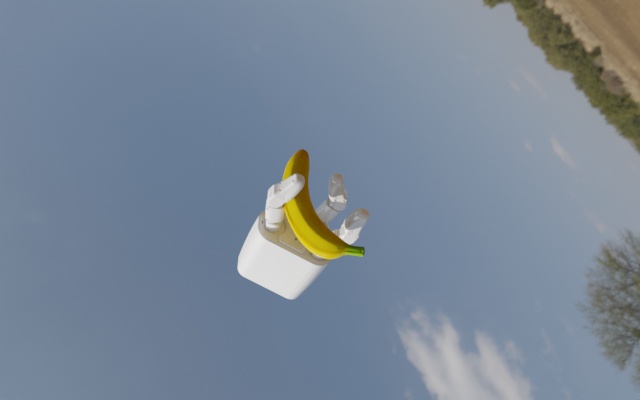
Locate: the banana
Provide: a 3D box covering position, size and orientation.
[{"bbox_3d":[-0.015,0.008,0.637,0.069,0.197,0.037,-11,-37,-24],"label":"banana"}]
